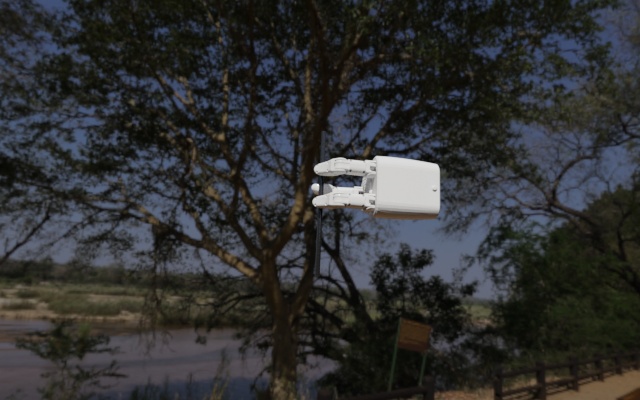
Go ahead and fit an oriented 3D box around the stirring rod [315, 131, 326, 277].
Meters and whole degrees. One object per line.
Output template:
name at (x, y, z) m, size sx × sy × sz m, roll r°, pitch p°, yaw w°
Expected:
stirring rod at (0.000, 0.003, 0.774) m, size 0.011 × 0.239 × 0.011 m, roll 2°, pitch -12°, yaw 1°
